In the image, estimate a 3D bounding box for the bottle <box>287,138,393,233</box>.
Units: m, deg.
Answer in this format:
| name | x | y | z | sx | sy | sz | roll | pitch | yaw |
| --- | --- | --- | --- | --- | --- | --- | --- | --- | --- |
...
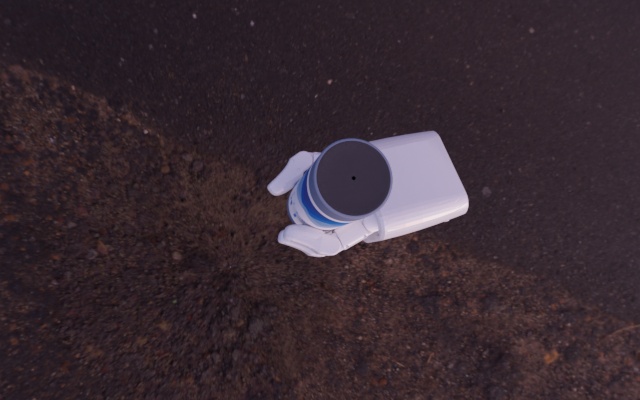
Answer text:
| name | x | y | z | sx | sy | sz | roll | pitch | yaw |
| --- | --- | --- | --- | --- | --- | --- | --- | --- | --- |
| bottle | 0.000 | 0.002 | 0.528 | 0.069 | 0.069 | 0.296 | 0 | -8 | -11 |
